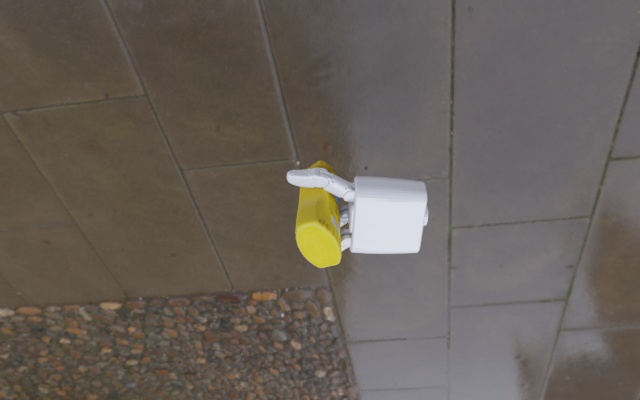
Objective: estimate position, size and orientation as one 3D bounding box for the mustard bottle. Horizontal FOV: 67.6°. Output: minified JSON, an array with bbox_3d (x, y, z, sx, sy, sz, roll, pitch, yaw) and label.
[{"bbox_3d":[0.000,0.003,0.735,0.058,0.096,0.191,-16,40,16],"label":"mustard bottle"}]
